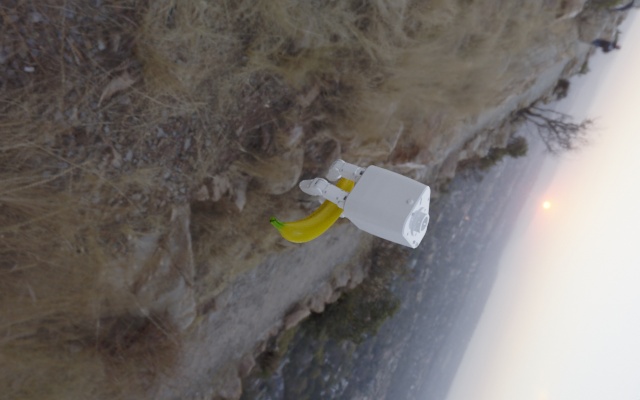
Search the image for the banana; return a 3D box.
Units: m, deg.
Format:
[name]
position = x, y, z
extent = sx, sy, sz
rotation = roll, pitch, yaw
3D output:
[banana]
position = 0.000, 0.020, 0.809
extent = 0.037, 0.070, 0.197
rotation = 19, 38, 37
